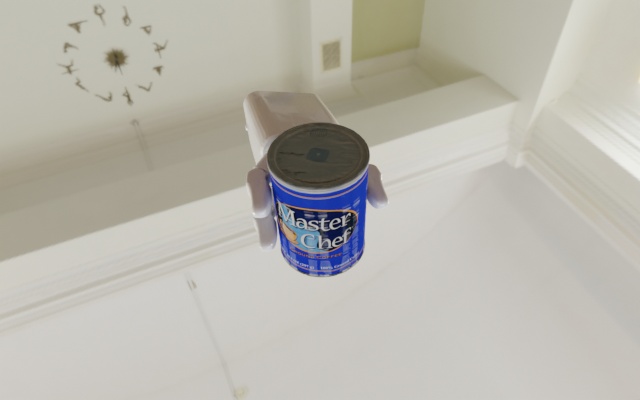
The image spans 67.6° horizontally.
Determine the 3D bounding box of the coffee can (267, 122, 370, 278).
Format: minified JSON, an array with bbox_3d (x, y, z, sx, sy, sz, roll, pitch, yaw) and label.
[{"bbox_3d":[0.000,0.002,0.522,0.103,0.102,0.140,0,-44,3],"label":"coffee can"}]
